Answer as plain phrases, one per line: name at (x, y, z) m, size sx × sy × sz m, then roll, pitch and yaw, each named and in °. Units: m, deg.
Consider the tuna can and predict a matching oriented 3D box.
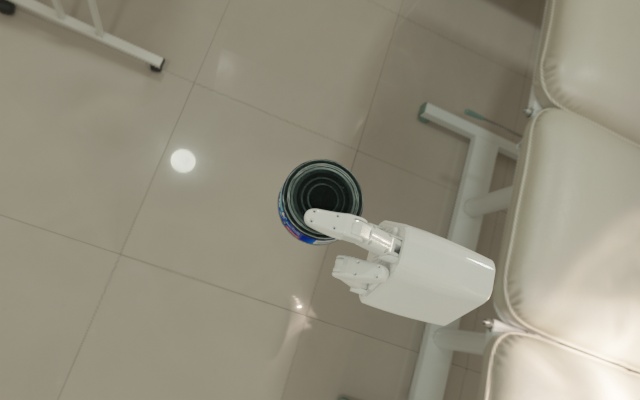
tuna can at (0.000, 0.001, 0.491) m, size 0.086 × 0.086 × 0.034 m, roll 0°, pitch -13°, yaw -12°
